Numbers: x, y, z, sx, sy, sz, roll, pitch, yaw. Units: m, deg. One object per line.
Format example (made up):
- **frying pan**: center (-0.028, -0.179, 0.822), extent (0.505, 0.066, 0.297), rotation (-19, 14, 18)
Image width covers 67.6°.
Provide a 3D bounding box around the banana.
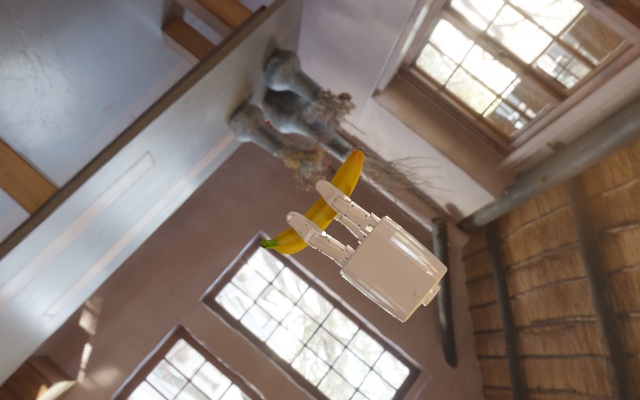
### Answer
- **banana**: center (0.000, 0.012, 0.687), extent (0.037, 0.197, 0.070), rotation (38, -14, 22)
